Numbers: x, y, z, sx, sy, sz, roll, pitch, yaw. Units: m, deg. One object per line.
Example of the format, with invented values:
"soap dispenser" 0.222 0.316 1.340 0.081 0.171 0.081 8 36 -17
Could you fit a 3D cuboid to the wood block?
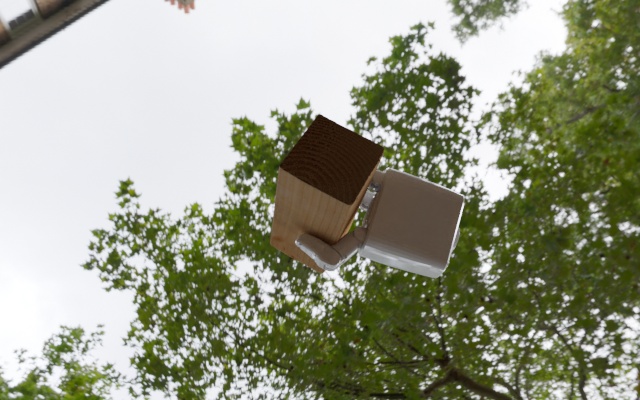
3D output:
"wood block" 0.000 0.002 0.607 0.090 0.090 0.206 29 -29 7
